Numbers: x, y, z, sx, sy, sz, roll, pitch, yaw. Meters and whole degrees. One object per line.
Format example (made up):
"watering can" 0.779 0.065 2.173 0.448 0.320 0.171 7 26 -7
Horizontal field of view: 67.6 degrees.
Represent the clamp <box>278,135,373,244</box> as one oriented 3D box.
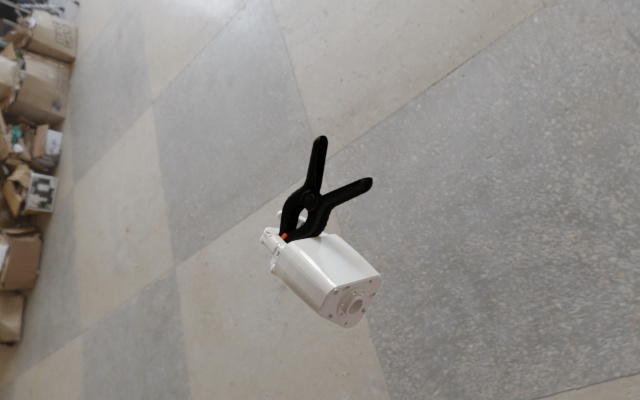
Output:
"clamp" 0.000 0.002 0.694 0.039 0.171 0.120 13 19 -47
